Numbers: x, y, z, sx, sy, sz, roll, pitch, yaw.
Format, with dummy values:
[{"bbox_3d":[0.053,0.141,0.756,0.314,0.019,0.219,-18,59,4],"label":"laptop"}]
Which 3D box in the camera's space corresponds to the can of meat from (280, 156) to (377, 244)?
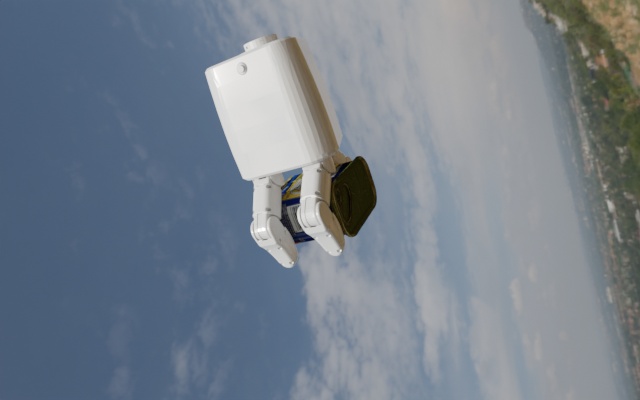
[{"bbox_3d":[0.000,0.002,0.482,0.084,0.057,0.102,-12,18,27],"label":"can of meat"}]
